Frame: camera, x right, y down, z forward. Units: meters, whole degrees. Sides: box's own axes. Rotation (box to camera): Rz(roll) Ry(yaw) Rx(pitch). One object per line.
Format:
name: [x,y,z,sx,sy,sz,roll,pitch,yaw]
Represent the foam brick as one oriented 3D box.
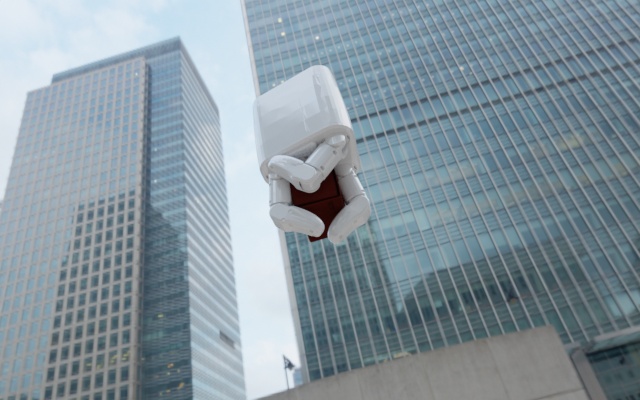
foam brick: [0.000,0.002,0.538,0.053,0.051,0.078,-16,-34,3]
